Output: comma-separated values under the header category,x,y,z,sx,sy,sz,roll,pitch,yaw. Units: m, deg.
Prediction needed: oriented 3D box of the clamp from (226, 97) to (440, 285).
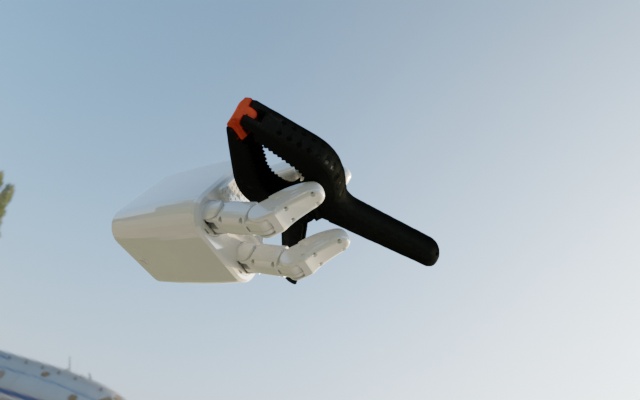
category,x,y,z,sx,sy,sz,roll,pitch,yaw
clamp,0.000,0.000,0.406,0.164,0.036,0.210,-8,-47,26
